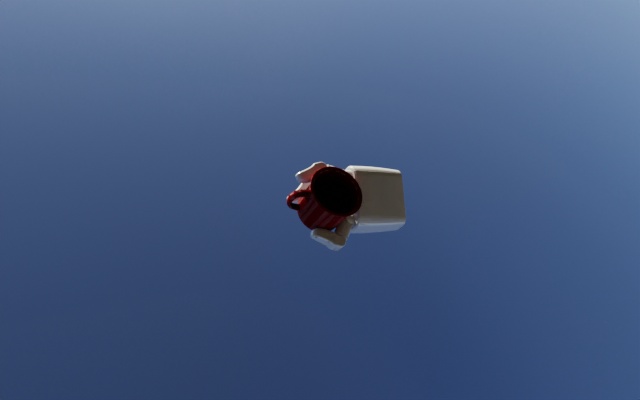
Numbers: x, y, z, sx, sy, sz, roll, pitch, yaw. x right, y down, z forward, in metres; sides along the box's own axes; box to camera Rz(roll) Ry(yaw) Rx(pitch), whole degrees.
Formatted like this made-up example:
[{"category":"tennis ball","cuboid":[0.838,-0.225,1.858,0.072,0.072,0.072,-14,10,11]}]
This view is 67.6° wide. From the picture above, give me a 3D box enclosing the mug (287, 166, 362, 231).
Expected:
[{"category":"mug","cuboid":[-0.001,0.003,0.795,0.117,0.093,0.081,1,-28,-26]}]
